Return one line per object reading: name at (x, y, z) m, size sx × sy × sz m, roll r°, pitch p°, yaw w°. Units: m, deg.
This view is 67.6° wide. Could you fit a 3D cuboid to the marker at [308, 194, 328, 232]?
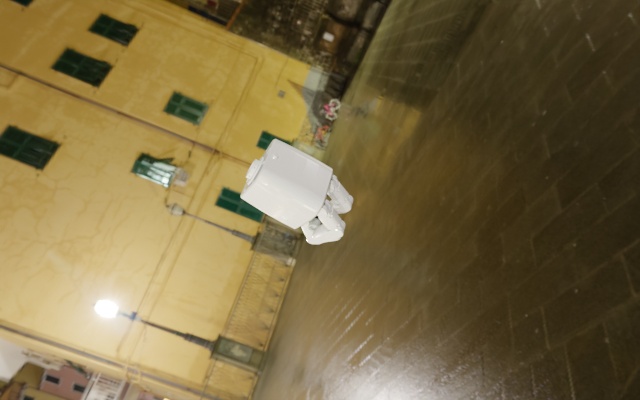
marker at (0.000, 0.003, 0.814) m, size 0.020 × 0.121 × 0.020 m, roll 9°, pitch -42°, yaw 8°
